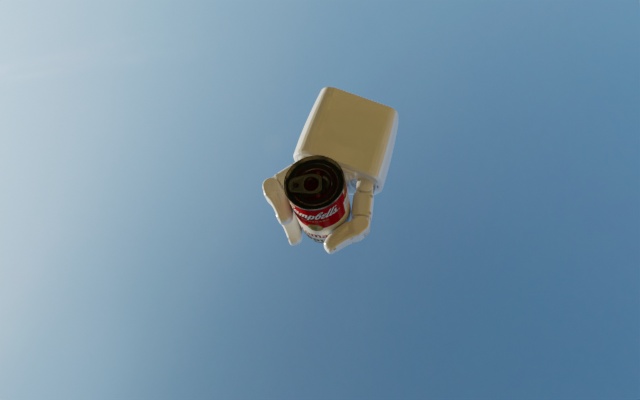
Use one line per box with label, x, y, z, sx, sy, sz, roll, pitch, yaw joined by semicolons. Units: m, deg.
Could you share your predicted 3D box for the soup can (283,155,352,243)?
soup can;0.000;0.002;0.562;0.068;0.068;0.102;0;-26;9
